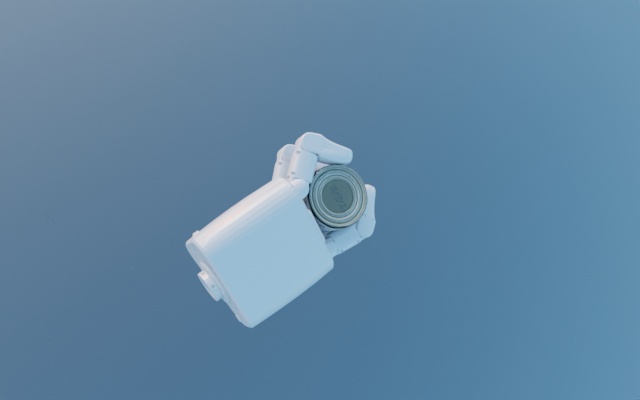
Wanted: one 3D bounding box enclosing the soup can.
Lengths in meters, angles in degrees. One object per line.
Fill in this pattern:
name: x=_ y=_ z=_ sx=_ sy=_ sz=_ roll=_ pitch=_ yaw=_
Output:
soup can: x=0.001 y=0.002 z=0.528 sx=0.068 sy=0.068 sz=0.102 roll=0 pitch=-7 yaw=-22
